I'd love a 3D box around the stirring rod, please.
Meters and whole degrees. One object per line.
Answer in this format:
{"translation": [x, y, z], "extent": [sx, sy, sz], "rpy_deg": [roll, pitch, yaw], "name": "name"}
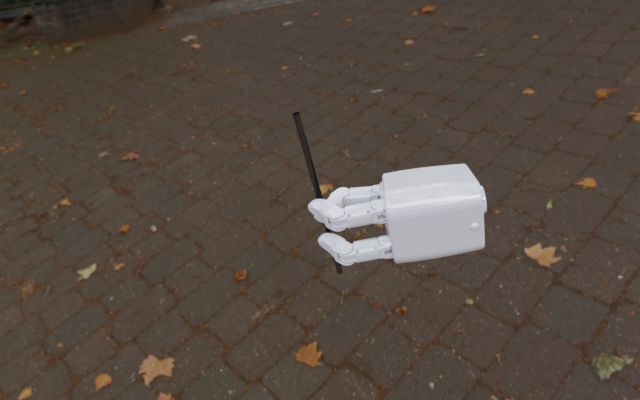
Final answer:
{"translation": [0.000, 0.002, 0.585], "extent": [0.011, 0.240, 0.011], "rpy_deg": [-10, 34, 7], "name": "stirring rod"}
